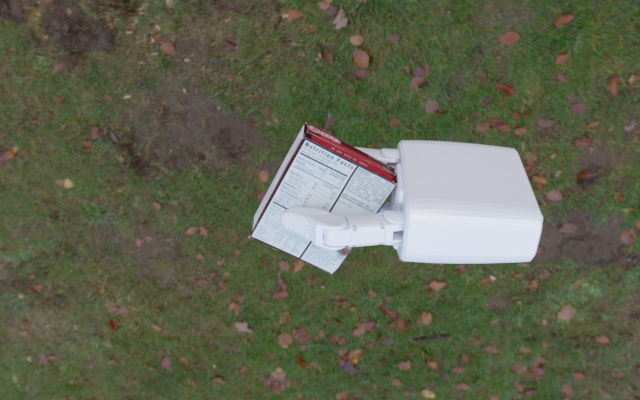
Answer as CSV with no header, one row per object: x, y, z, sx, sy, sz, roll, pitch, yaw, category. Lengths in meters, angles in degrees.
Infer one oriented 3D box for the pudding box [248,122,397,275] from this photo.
0.000,0.001,0.421,0.090,0.113,0.039,27,24,-11,pudding box
